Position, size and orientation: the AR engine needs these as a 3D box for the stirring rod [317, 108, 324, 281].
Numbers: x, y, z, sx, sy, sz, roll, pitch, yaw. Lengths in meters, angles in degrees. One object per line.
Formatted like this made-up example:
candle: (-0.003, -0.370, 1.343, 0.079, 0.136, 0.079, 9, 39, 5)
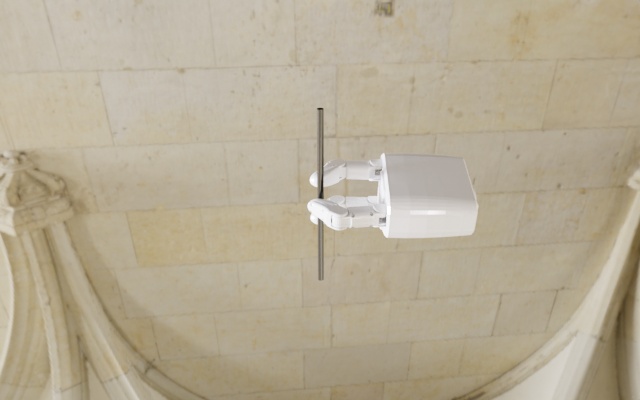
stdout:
stirring rod: (0.000, 0.002, 0.597, 0.011, 0.240, 0.011, 0, 29, 0)
